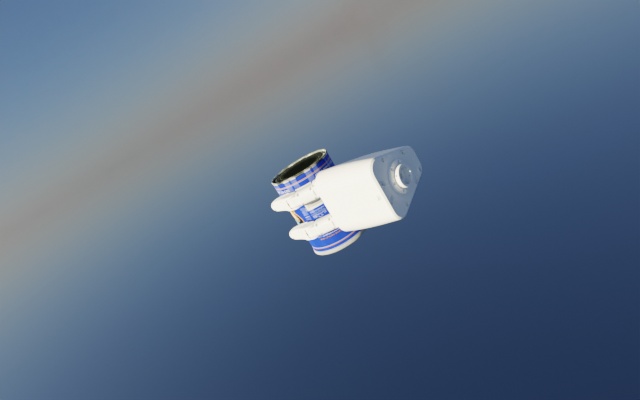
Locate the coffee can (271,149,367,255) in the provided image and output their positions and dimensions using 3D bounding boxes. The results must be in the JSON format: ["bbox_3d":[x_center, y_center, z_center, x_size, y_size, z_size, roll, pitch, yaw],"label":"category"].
[{"bbox_3d":[0.000,0.003,0.777,0.103,0.140,0.102,-29,16,9],"label":"coffee can"}]
